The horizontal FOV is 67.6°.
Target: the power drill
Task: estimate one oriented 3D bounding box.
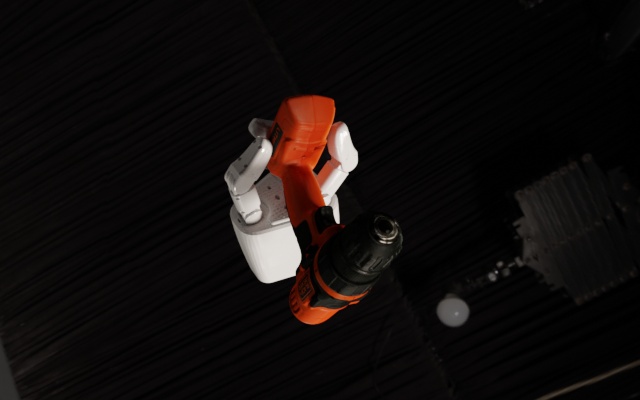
[{"bbox_3d":[0.000,0.001,0.425,0.057,0.187,0.184,-1,-28,-23],"label":"power drill"}]
